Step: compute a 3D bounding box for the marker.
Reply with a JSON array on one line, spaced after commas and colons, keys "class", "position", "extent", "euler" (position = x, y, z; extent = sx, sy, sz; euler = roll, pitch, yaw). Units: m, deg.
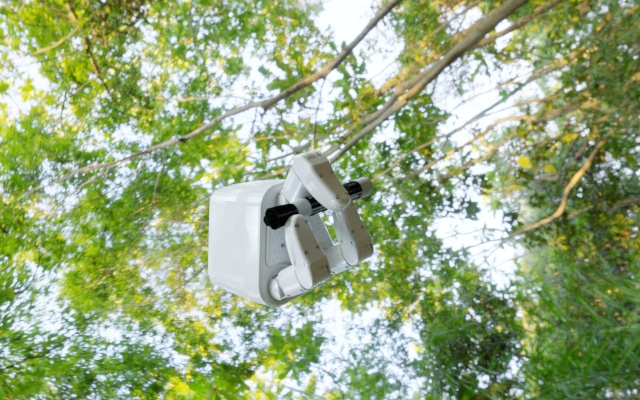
[{"class": "marker", "position": [0.000, 0.001, 0.425], "extent": [0.121, 0.020, 0.020], "euler": [-19, 12, -39]}]
